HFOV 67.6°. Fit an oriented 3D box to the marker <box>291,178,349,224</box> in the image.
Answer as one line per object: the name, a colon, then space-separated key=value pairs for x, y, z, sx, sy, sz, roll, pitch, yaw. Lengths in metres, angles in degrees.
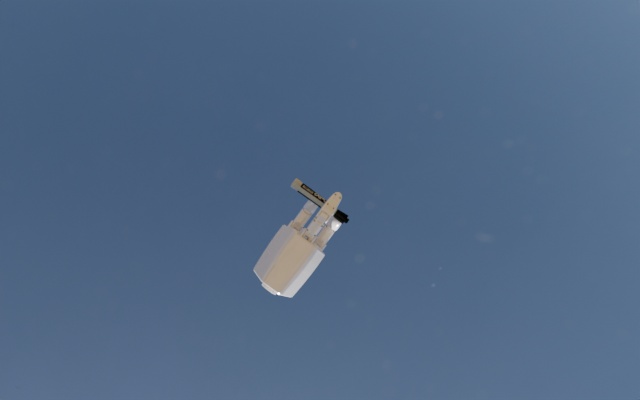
marker: x=0.000 y=0.003 z=0.856 sx=0.121 sy=0.020 sz=0.020 roll=36 pitch=0 yaw=0
